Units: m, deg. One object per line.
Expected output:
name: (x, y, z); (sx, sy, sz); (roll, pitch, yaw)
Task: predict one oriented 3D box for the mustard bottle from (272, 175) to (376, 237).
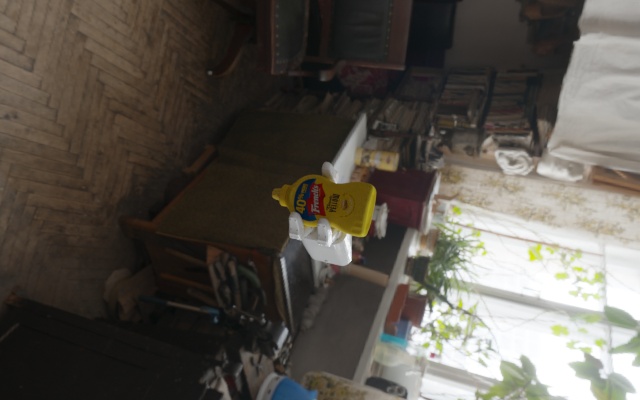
mustard bottle: (0.000, 0.003, 0.879); (0.191, 0.096, 0.058); (11, -6, 19)
